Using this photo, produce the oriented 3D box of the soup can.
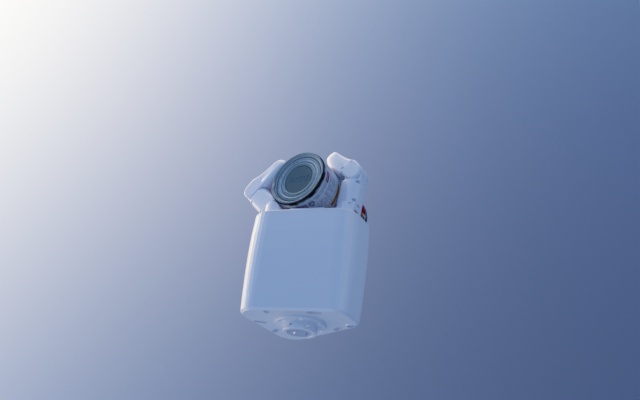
[{"bbox_3d":[0.000,0.001,0.537,0.068,0.068,0.102,0,-31,36],"label":"soup can"}]
